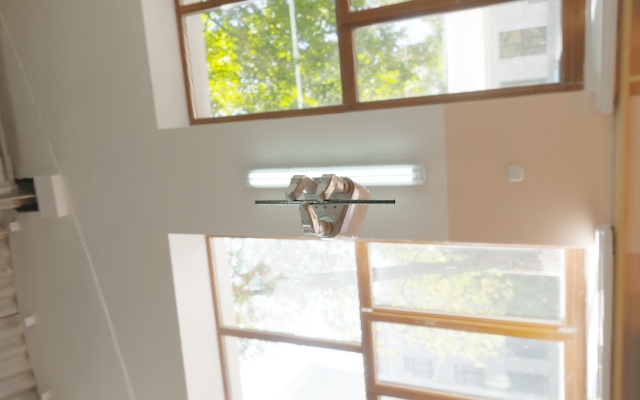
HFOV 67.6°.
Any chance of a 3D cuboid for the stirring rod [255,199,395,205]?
[{"bbox_3d":[0.000,0.003,0.753,0.239,0.011,0.011,0,0,25],"label":"stirring rod"}]
